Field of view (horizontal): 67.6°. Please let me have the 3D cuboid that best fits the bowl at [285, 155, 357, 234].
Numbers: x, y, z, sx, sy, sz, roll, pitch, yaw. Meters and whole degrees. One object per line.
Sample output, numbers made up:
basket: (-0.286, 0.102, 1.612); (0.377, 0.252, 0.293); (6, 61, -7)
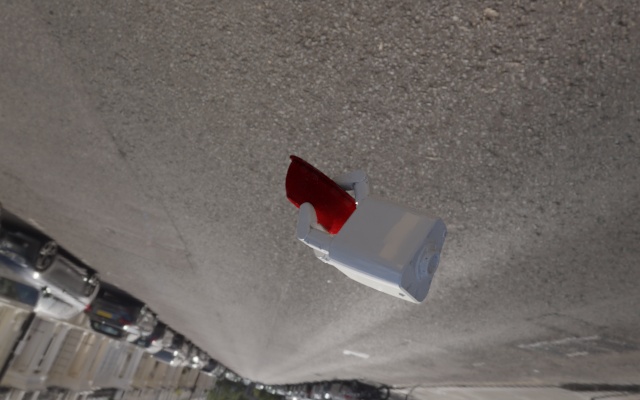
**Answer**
bowl: (-0.001, 0.002, 0.728); (0.162, 0.055, 0.162); (39, -5, 4)
